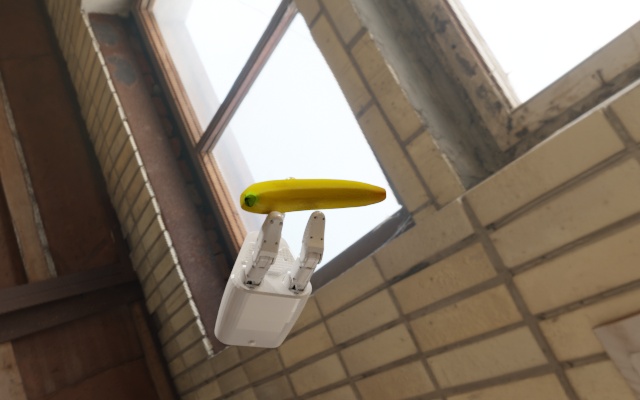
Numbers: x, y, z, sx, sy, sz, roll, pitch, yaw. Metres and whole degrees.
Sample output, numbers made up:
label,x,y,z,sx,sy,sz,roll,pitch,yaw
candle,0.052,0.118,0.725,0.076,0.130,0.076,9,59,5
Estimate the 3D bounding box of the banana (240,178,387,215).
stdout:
label,x,y,z,sx,sy,sz,roll,pitch,yaw
banana,-0.014,-0.003,0.534,0.198,0.037,0.069,-5,19,-39
